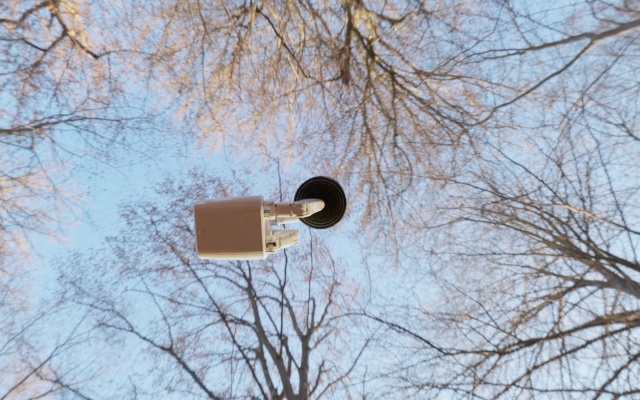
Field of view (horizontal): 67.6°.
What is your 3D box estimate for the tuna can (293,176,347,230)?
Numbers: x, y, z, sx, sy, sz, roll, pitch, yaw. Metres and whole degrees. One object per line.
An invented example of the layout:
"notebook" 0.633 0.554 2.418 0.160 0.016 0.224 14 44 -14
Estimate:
"tuna can" 0.000 0.002 0.778 0.086 0.086 0.033 0 7 3
